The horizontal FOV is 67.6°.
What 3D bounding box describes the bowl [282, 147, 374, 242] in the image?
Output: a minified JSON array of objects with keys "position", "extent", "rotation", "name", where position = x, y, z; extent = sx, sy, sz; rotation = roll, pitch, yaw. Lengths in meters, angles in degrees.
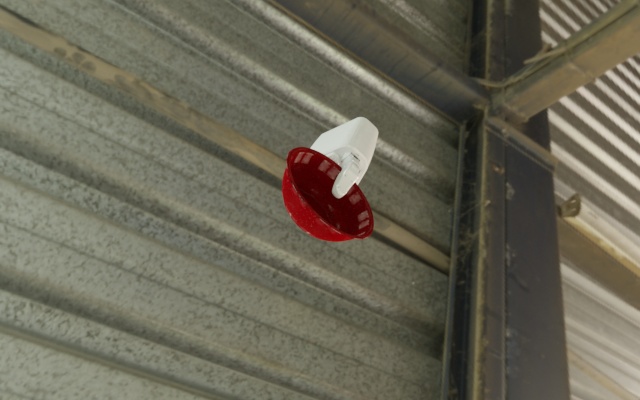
[{"position":[-0.001,0.003,0.677],"extent":[0.055,0.162,0.162],"rotation":[-43,-23,27],"name":"bowl"}]
